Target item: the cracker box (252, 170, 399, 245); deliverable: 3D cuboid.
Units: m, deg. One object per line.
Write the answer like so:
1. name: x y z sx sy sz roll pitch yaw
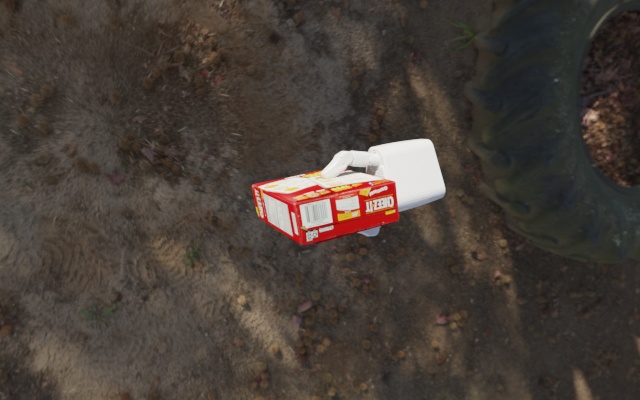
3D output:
1. cracker box: 0.000 0.002 0.772 0.164 0.072 0.213 -13 13 -21
